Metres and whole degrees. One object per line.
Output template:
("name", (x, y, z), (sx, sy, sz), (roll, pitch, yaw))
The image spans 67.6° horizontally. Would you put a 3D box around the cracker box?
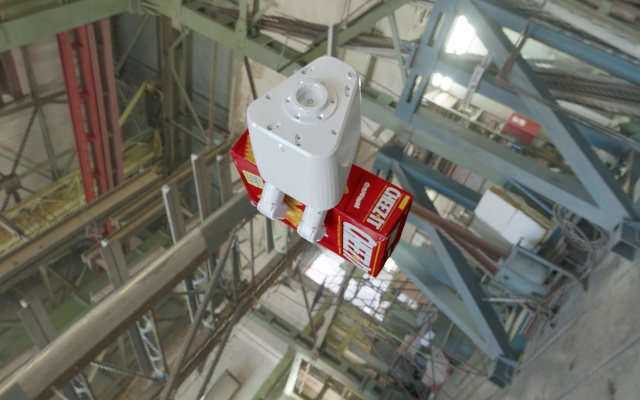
("cracker box", (0.000, 0.002, 0.615), (0.213, 0.072, 0.164), (30, -19, 15))
